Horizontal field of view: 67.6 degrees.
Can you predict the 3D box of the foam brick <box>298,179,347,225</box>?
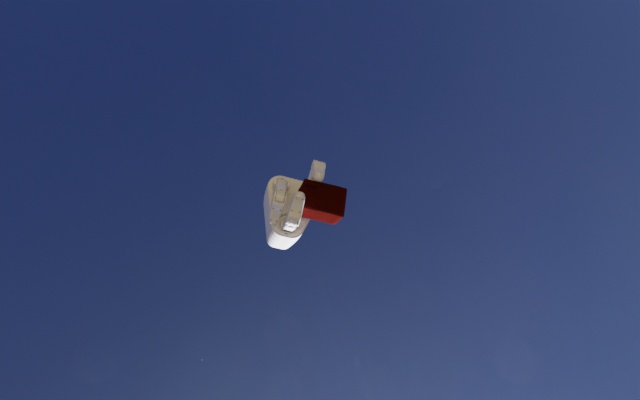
[{"bbox_3d":[0.000,0.003,0.815,0.078,0.053,0.051,14,-23,-9],"label":"foam brick"}]
